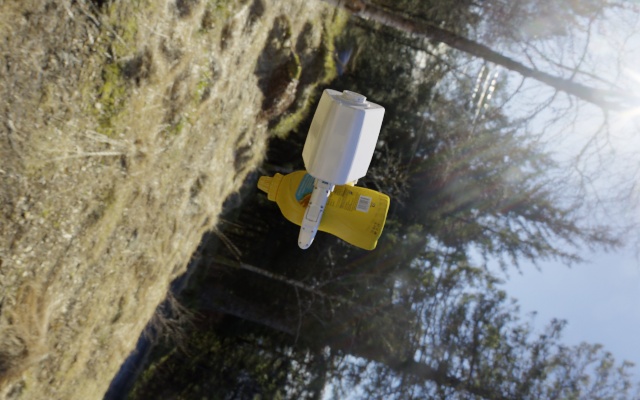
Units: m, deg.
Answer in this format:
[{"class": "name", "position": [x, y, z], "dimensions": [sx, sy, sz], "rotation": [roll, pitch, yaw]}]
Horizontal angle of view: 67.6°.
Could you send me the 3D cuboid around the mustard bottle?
[{"class": "mustard bottle", "position": [0.000, 0.003, 0.700], "dimensions": [0.191, 0.058, 0.096], "rotation": [19, 45, 4]}]
